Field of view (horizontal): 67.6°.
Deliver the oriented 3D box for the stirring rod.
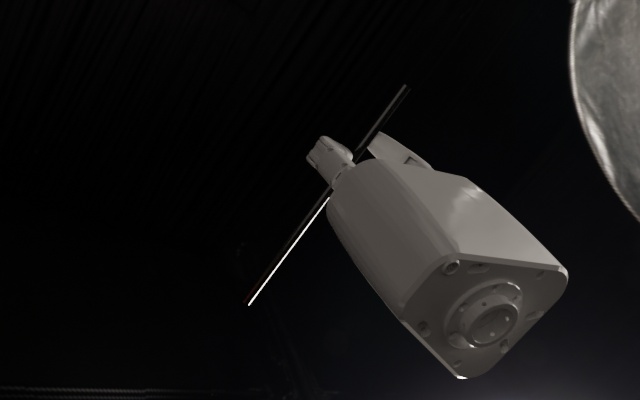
[{"bbox_3d":[0.000,0.001,0.414,0.011,0.239,0.011,34,15,-10],"label":"stirring rod"}]
